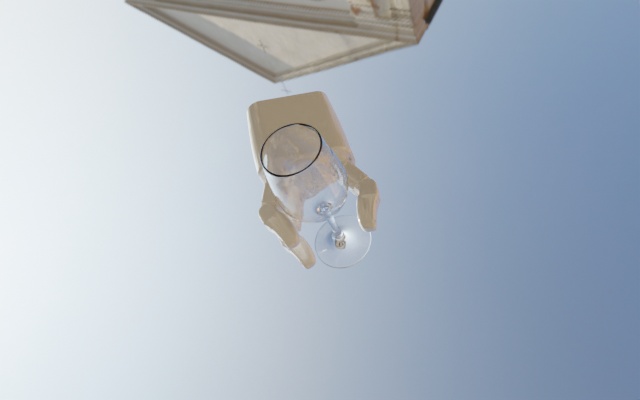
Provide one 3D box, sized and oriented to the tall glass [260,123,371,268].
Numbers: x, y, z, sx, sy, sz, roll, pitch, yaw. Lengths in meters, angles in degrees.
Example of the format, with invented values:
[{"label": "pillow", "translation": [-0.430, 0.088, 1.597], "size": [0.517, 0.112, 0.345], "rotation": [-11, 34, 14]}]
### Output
[{"label": "tall glass", "translation": [0.000, 0.002, 0.524], "size": [0.079, 0.079, 0.201], "rotation": [0, -30, 19]}]
